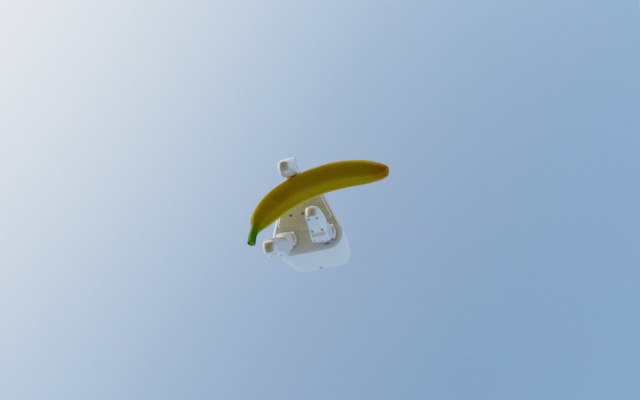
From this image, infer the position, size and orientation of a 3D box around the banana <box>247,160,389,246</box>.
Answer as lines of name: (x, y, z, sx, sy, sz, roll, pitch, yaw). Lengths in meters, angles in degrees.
banana: (-0.011, -0.010, 0.609, 0.198, 0.069, 0.037, -29, -33, -3)
